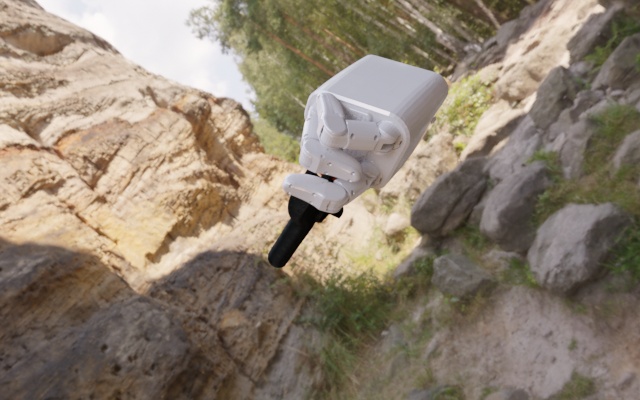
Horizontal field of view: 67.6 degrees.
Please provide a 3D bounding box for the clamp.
[{"bbox_3d":[0.000,0.001,0.536,0.120,0.039,0.172,-43,-12,-37],"label":"clamp"}]
